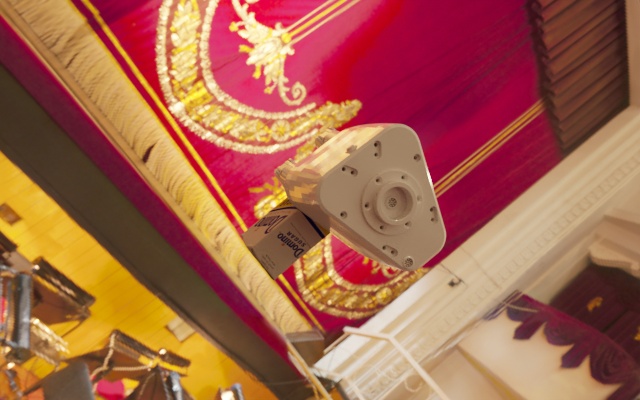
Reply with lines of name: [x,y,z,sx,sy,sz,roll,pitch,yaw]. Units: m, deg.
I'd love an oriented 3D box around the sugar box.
sugar box: [0.000,0.001,0.497,0.176,0.048,0.093,-37,13,-9]
